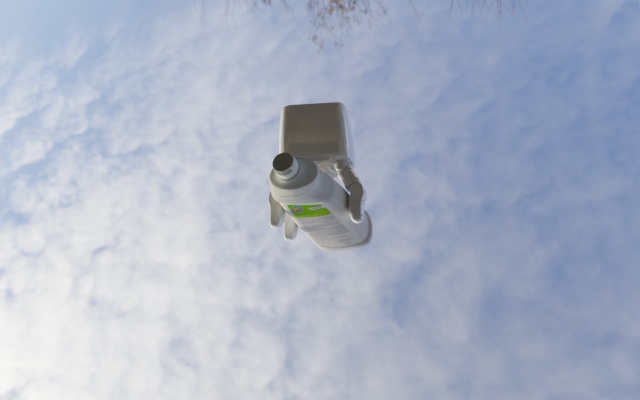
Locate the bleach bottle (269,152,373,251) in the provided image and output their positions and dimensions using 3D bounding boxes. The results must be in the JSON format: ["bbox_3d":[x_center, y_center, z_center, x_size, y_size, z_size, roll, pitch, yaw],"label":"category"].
[{"bbox_3d":[0.000,0.002,0.705,0.102,0.068,0.251,-11,-28,15],"label":"bleach bottle"}]
